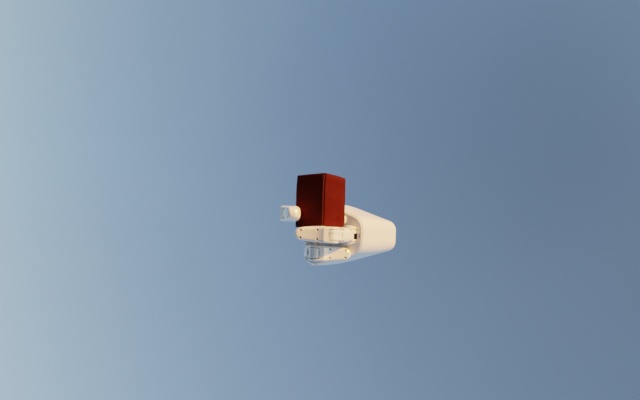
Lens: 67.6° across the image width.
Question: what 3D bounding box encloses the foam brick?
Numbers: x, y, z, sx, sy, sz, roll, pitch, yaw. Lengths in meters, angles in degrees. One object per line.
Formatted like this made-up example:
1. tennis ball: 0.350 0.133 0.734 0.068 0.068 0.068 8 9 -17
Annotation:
1. foam brick: 0.000 0.002 0.691 0.053 0.078 0.051 0 -4 39
